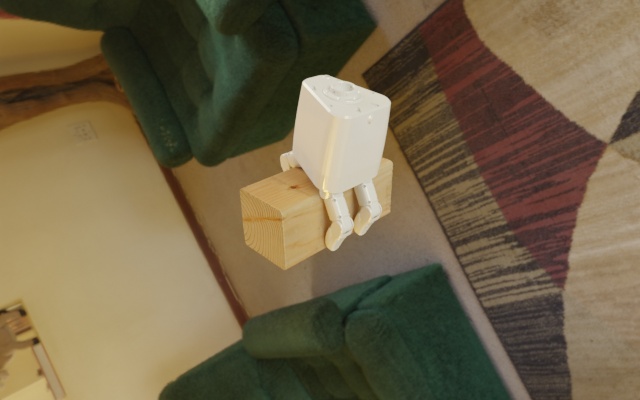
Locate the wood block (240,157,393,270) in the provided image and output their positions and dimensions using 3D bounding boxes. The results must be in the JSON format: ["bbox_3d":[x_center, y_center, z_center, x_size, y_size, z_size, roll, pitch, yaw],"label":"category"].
[{"bbox_3d":[0.000,0.002,0.674,0.206,0.090,0.090,-25,36,-36],"label":"wood block"}]
